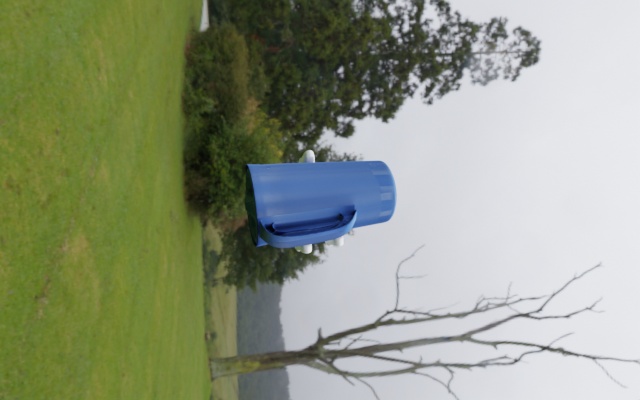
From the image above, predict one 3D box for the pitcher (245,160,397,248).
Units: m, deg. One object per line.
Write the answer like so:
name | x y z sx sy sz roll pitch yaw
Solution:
pitcher | 0.000 0.003 0.787 0.243 0.149 0.145 -6 -12 -14
